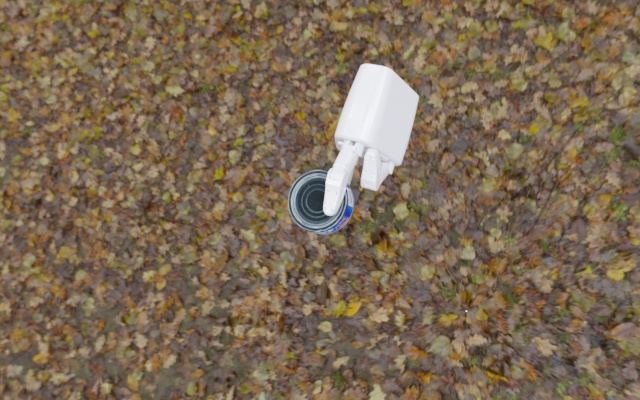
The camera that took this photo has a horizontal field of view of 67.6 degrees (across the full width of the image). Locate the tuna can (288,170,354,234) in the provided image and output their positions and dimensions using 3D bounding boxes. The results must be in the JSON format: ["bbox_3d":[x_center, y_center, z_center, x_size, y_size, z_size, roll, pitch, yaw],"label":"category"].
[{"bbox_3d":[0.000,0.002,0.643,0.086,0.086,0.034,0,-7,19],"label":"tuna can"}]
